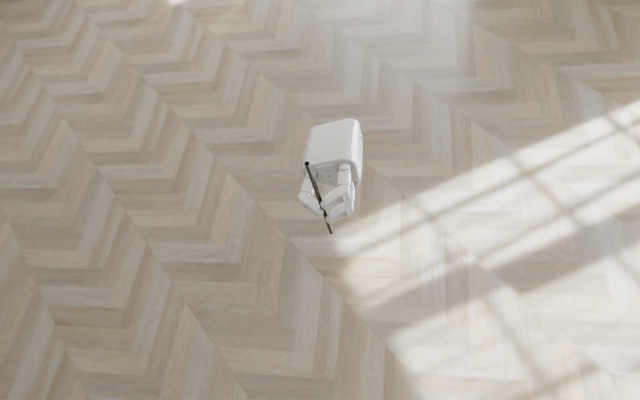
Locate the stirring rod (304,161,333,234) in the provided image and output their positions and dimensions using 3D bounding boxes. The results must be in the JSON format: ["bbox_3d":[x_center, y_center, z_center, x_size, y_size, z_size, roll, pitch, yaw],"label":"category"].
[{"bbox_3d":[0.000,0.003,0.864,0.011,0.011,0.240,0,-31,12],"label":"stirring rod"}]
